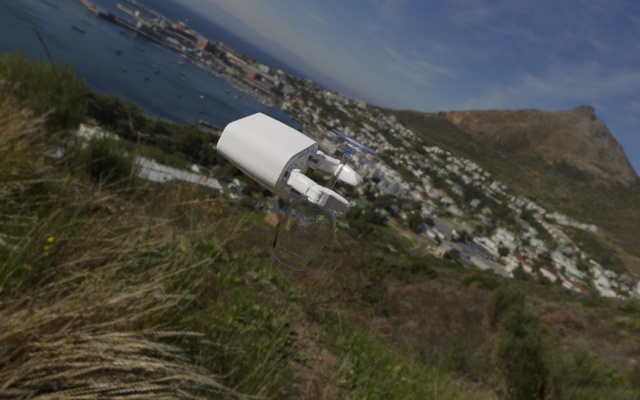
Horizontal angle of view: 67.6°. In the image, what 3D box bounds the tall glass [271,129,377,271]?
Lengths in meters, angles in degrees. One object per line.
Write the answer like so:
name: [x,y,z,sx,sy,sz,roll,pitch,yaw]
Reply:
tall glass: [0.001,0.002,0.692,0.079,0.201,0.079,28,13,-7]
